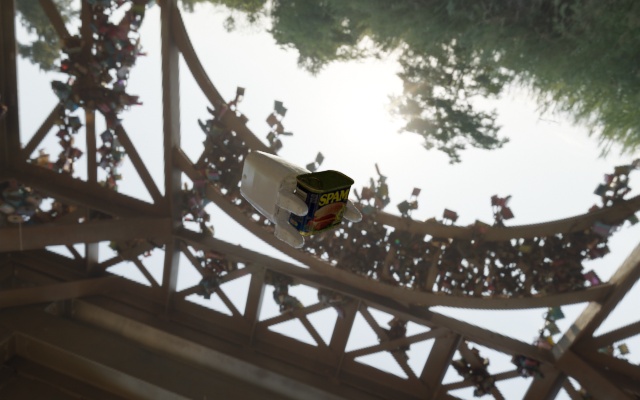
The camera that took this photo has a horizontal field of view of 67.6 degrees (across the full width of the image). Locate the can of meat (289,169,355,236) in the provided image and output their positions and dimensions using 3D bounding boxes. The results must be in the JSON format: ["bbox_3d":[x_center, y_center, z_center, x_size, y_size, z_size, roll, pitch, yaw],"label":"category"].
[{"bbox_3d":[0.000,0.003,0.775,0.057,0.084,0.102,33,31,34],"label":"can of meat"}]
